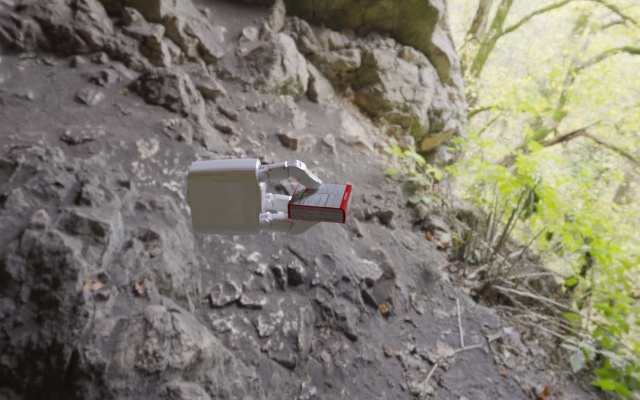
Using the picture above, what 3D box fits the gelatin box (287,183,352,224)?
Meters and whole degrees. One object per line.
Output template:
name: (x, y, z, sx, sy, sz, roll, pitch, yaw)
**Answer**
gelatin box: (0.000, 0.002, 0.738, 0.089, 0.030, 0.073, 4, 32, 11)
